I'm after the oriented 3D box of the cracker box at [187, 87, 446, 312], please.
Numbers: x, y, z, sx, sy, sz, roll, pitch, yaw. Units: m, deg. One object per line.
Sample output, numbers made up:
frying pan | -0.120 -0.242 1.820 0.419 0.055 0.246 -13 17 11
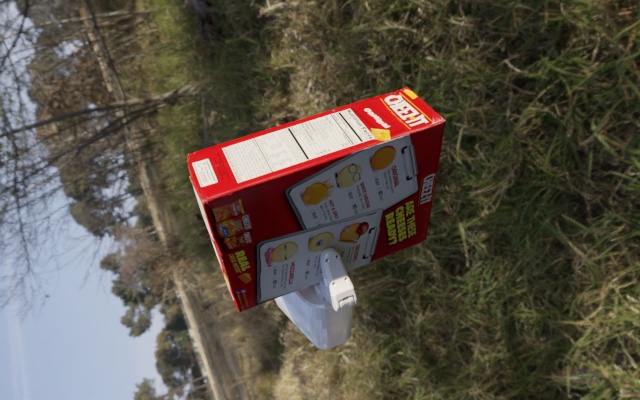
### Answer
cracker box | 0.000 0.002 0.453 0.213 0.164 0.072 -20 49 -14
